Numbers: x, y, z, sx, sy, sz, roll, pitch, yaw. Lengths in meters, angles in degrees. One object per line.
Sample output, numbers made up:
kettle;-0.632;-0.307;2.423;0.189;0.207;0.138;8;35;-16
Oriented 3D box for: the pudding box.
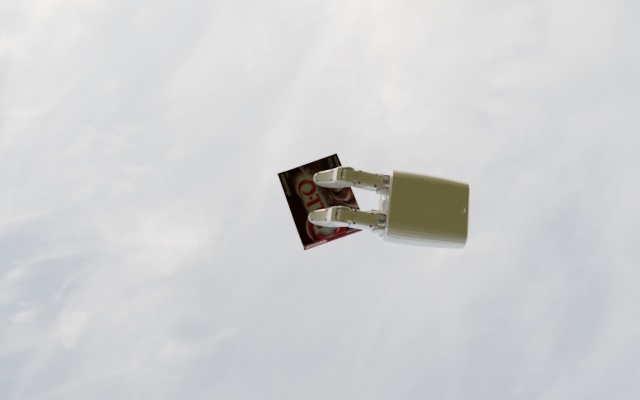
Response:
pudding box;0.000;0.002;0.662;0.090;0.113;0.039;-19;-17;-7
